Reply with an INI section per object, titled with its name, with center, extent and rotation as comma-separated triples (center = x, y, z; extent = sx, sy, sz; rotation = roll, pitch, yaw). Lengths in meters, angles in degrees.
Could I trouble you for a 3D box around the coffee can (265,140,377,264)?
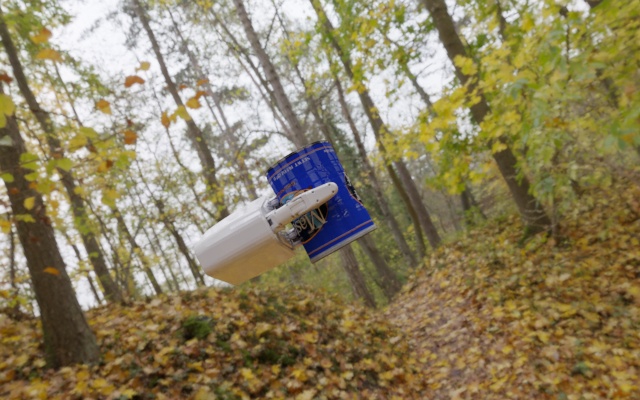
[coffee can]
center = 0.000, 0.002, 0.663
extent = 0.103, 0.140, 0.103
rotation = -28, -6, -3
